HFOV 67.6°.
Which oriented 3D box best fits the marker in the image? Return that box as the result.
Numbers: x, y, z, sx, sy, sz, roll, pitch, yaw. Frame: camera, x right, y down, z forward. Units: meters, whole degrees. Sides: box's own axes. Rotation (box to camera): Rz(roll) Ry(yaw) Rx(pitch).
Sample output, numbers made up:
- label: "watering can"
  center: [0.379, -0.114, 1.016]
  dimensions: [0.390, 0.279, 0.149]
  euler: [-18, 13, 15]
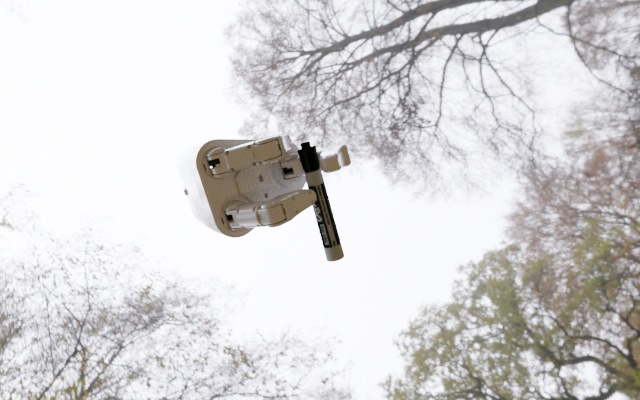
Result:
- label: "marker"
  center: [0.000, 0.002, 0.470]
  dimensions: [0.020, 0.121, 0.020]
  euler: [-14, 12, 3]
